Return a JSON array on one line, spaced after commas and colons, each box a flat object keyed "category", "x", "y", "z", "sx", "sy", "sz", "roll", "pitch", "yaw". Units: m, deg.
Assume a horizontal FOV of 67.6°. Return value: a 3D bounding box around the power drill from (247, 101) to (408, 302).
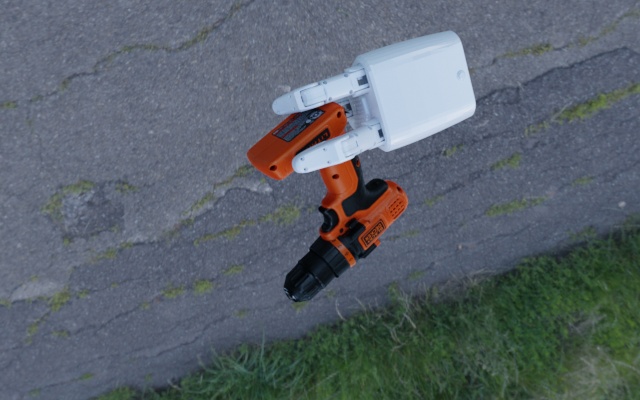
[{"category": "power drill", "x": 0.000, "y": 0.001, "z": 0.517, "sx": 0.184, "sy": 0.188, "sz": 0.057, "roll": -44, "pitch": 40, "yaw": -15}]
